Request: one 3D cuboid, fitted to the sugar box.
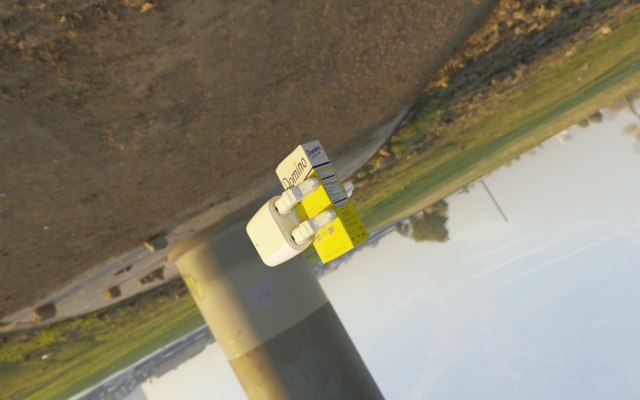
[{"bbox_3d":[0.000,0.003,0.756,0.048,0.176,0.093,-25,-8,-39],"label":"sugar box"}]
